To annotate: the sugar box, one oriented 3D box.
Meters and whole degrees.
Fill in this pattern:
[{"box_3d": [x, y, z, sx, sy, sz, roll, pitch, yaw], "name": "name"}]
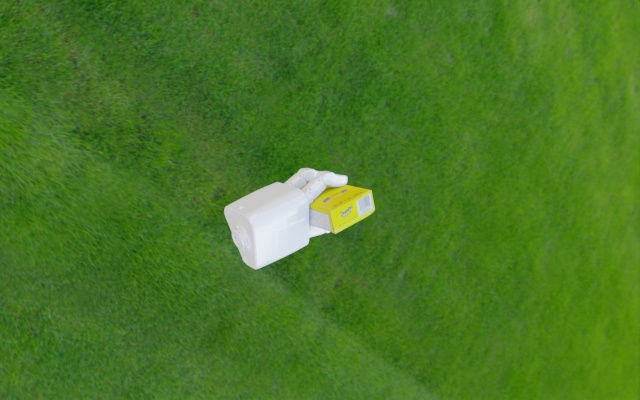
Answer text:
[{"box_3d": [0.000, 0.002, 0.825, 0.093, 0.048, 0.176, -26, 27, -32], "name": "sugar box"}]
